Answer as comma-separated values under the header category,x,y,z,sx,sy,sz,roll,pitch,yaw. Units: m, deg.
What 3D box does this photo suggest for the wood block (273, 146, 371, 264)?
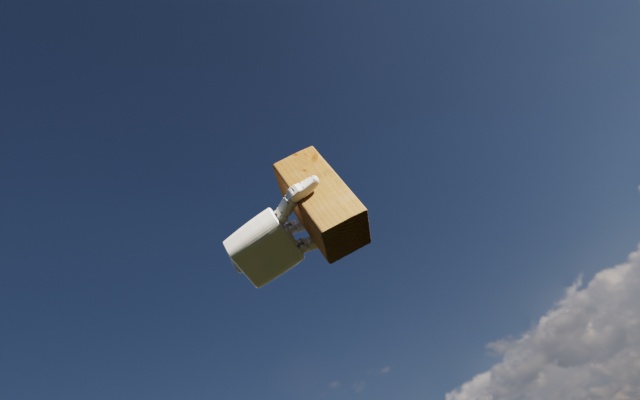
category,x,y,z,sx,sy,sz,roll,pitch,yaw
wood block,0.000,0.003,0.878,0.090,0.091,0.206,-27,47,-12
